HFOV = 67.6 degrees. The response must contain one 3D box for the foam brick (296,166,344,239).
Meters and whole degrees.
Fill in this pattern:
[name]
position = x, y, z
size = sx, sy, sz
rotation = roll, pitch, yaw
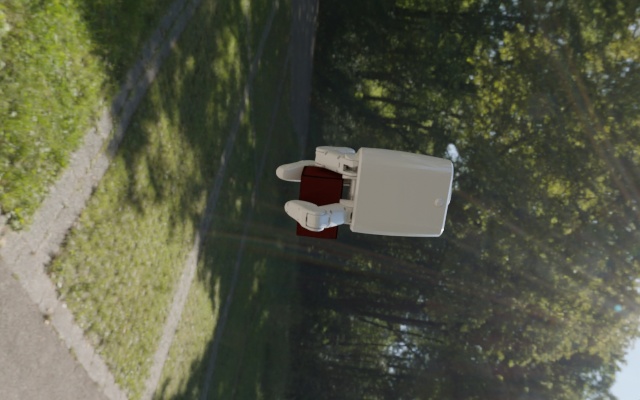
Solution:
[foam brick]
position = 0.000, 0.002, 0.584
size = 0.051, 0.078, 0.053
rotation = 6, 18, 1
